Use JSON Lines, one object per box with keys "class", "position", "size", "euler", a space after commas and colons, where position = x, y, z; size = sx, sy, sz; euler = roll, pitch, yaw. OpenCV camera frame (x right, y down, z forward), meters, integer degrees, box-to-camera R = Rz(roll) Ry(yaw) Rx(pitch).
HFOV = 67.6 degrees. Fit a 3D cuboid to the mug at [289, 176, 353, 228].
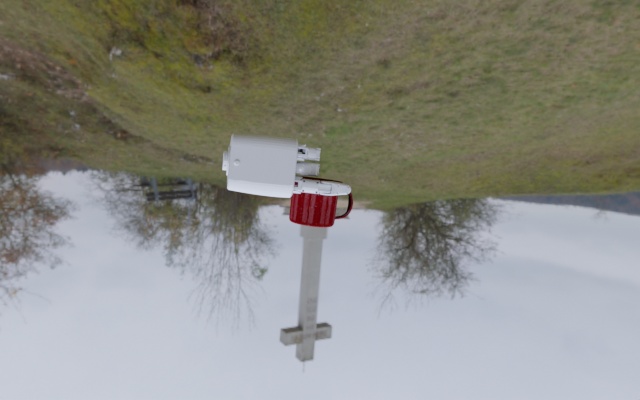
{"class": "mug", "position": [0.002, 0.003, 0.849], "size": [0.117, 0.081, 0.093], "euler": [6, 5, -11]}
